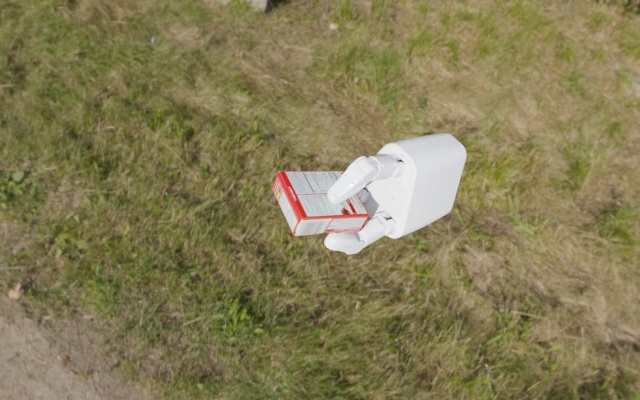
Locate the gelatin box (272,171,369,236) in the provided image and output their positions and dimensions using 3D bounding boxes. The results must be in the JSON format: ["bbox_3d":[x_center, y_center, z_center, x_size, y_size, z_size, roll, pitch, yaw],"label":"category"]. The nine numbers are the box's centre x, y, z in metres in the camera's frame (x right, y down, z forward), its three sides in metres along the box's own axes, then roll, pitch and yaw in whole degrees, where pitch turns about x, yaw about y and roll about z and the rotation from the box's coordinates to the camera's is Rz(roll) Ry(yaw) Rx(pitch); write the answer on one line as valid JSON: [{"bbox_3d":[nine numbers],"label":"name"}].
[{"bbox_3d":[0.000,0.001,0.529,0.089,0.073,0.030,-2,-43,-31],"label":"gelatin box"}]
